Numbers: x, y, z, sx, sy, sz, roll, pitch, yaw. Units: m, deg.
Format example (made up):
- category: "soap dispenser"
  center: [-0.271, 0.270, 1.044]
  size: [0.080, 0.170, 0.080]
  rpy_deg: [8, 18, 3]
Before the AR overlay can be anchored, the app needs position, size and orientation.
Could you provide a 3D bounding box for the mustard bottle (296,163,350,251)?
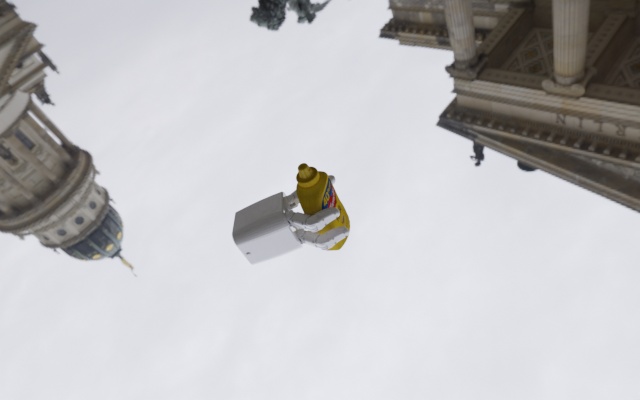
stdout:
- category: "mustard bottle"
  center: [0.001, 0.003, 0.882]
  size: [0.058, 0.096, 0.192]
  rpy_deg: [-3, -41, 24]
